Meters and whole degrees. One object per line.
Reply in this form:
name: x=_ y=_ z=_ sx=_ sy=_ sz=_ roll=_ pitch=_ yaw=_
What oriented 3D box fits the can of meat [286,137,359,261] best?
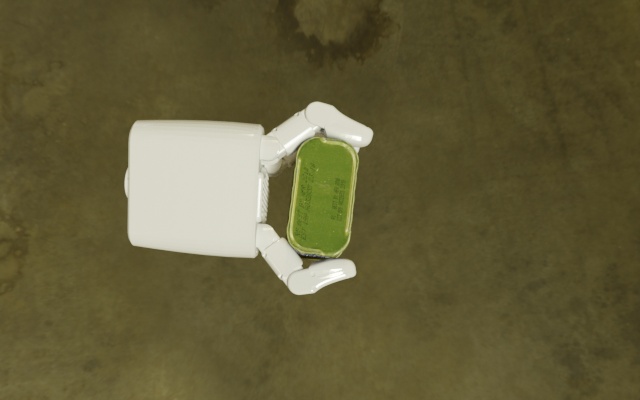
can of meat: x=0.000 y=0.001 z=0.421 sx=0.057 sy=0.102 sz=0.084 roll=6 pitch=-8 yaw=-1
